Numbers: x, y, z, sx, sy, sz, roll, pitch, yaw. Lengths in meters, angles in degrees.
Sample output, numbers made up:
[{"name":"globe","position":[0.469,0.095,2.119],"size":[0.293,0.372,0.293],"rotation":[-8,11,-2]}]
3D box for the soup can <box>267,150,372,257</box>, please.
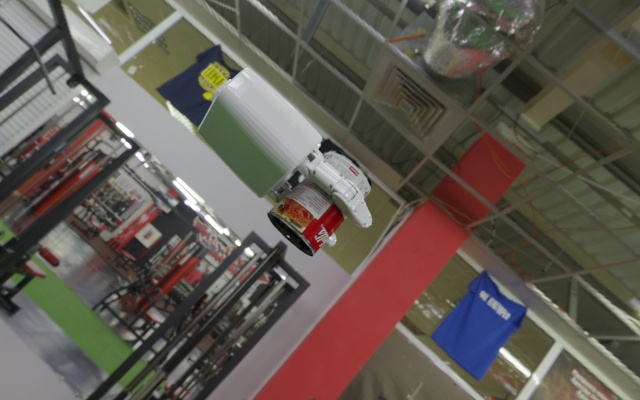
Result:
[{"name":"soup can","position":[0.001,0.002,0.527],"size":[0.068,0.102,0.068],"rotation":[39,-16,14]}]
